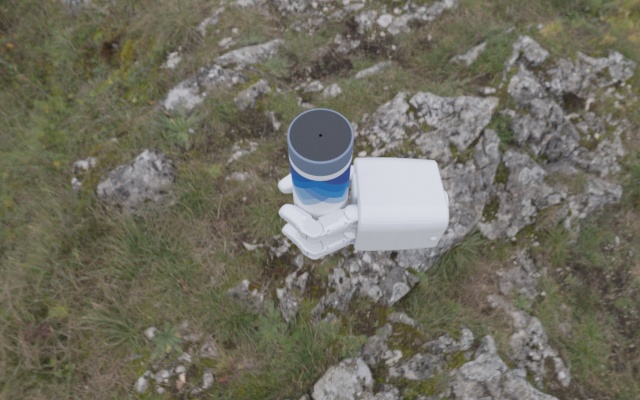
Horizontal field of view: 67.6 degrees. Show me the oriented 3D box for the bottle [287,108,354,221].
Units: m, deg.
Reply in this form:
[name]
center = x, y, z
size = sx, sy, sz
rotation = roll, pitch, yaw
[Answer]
[bottle]
center = 0.000, 0.002, 0.602
size = 0.069, 0.069, 0.296
rotation = 0, -27, 0
